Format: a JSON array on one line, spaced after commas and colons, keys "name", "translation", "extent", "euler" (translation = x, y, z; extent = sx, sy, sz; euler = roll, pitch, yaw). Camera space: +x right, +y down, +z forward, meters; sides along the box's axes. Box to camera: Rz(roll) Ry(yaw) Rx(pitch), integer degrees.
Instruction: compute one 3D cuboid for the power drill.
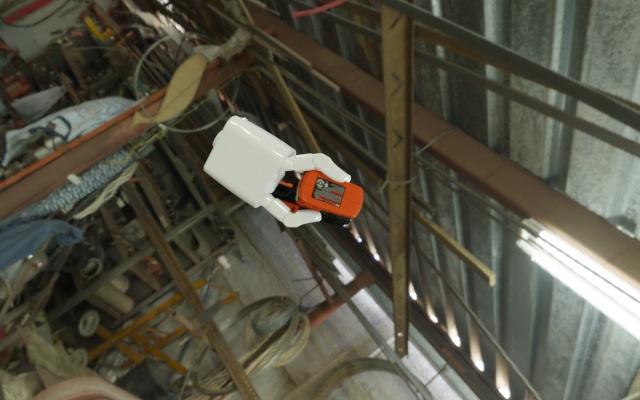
[{"name": "power drill", "translation": [0.000, 0.003, 0.830], "extent": [0.184, 0.057, 0.187], "euler": [18, -12, -19]}]
